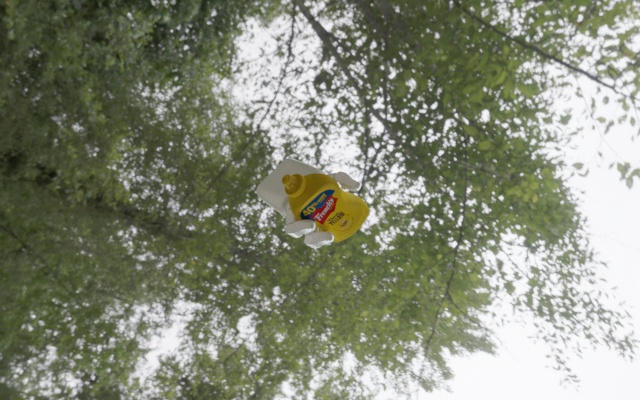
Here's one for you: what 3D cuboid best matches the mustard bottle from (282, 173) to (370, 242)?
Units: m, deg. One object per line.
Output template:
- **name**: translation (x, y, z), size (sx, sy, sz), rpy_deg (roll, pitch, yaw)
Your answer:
- **mustard bottle**: translation (0.000, 0.003, 0.862), size (0.192, 0.096, 0.058), rpy_deg (34, 21, -41)
